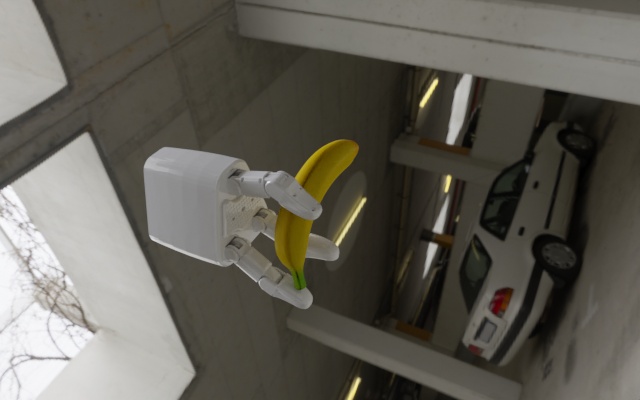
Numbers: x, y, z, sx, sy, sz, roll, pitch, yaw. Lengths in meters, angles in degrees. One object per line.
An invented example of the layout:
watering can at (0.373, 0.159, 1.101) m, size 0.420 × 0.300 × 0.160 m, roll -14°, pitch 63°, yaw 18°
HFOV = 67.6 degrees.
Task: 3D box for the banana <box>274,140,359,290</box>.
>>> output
banana at (-0.007, -0.006, 0.523) m, size 0.037 × 0.197 × 0.070 m, roll 9°, pitch -31°, yaw 26°
